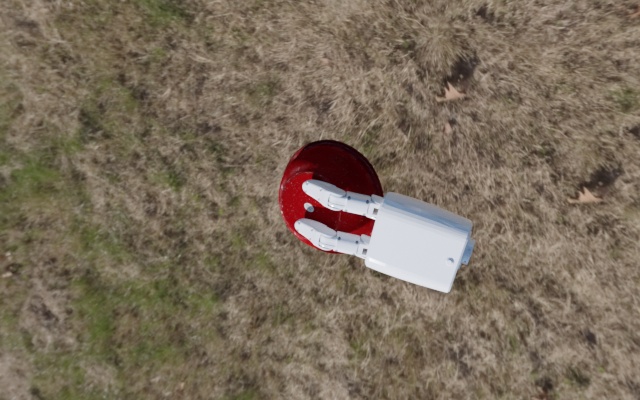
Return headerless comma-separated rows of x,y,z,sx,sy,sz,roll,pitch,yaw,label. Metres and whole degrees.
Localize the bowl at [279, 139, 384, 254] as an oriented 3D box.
-0.001,0.002,0.637,0.162,0.162,0.055,0,13,31,bowl
